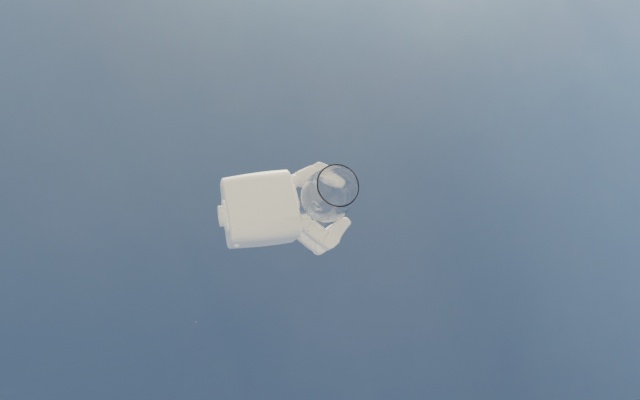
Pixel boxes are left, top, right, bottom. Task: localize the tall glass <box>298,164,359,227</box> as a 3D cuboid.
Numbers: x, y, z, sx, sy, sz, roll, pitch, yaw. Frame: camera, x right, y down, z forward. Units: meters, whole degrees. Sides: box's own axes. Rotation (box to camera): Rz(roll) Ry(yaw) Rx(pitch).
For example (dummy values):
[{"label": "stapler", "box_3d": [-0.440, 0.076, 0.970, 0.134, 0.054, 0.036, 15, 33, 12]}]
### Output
[{"label": "tall glass", "box_3d": [0.000, 0.003, 0.749, 0.079, 0.079, 0.201, 0, -14, -15]}]
